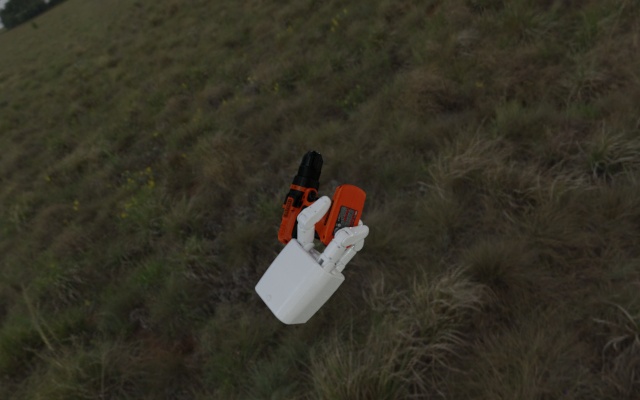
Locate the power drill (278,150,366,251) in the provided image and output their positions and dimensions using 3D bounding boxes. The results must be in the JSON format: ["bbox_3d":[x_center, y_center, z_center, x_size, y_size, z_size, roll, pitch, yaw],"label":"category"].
[{"bbox_3d":[0.000,0.003,0.837,0.057,0.184,0.187,16,-2,-30],"label":"power drill"}]
